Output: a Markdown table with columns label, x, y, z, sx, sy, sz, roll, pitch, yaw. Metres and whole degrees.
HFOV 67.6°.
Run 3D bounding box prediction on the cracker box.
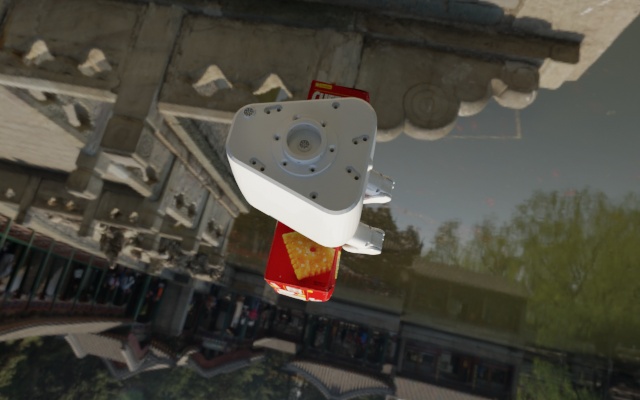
| label | x | y | z | sx | sy | sz | roll | pitch | yaw |
| --- | --- | --- | --- | --- | --- | --- | --- | --- | --- |
| cracker box | 0.000 | 0.002 | 0.543 | 0.072 | 0.213 | 0.164 | 13 | -15 | 3 |
